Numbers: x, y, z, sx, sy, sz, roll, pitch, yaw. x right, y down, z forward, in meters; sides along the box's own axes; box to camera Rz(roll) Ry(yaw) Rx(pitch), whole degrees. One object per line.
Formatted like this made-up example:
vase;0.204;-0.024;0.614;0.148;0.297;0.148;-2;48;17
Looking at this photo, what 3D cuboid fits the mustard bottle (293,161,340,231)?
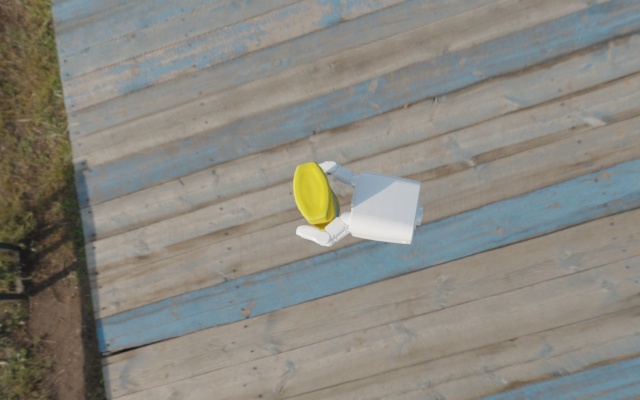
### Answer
mustard bottle;0.000;0.003;0.831;0.058;0.096;0.192;-14;-13;6
